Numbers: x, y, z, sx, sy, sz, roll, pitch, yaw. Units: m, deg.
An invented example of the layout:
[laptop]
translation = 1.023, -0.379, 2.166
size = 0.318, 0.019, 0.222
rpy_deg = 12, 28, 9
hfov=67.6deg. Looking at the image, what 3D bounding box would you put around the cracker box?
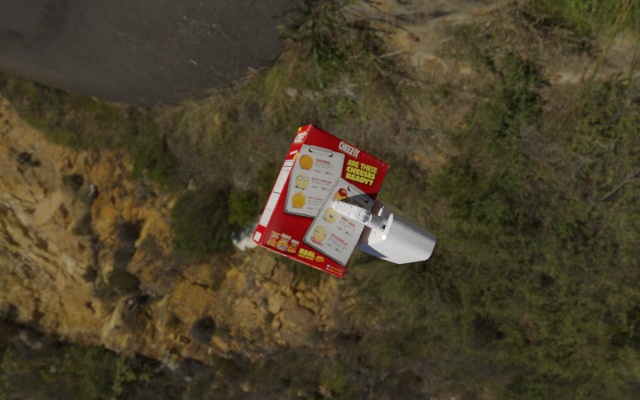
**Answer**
[cracker box]
translation = 0.000, 0.003, 0.818
size = 0.164, 0.213, 0.072
rpy_deg = 25, -5, -23
